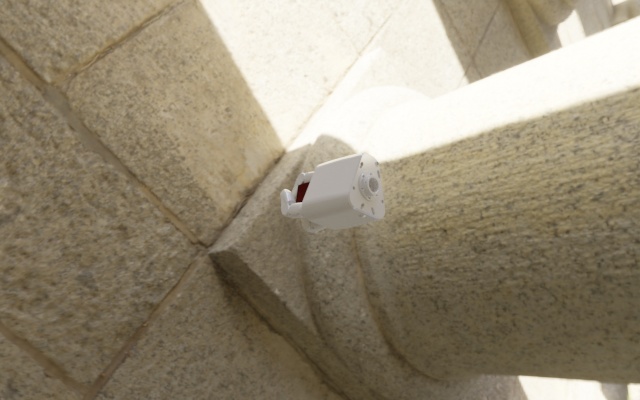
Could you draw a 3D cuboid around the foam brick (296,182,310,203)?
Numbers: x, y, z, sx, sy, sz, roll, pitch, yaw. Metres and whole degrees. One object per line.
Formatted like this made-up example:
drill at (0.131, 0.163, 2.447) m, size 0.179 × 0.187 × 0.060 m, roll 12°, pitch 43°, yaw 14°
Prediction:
foam brick at (0.000, 0.003, 0.871) m, size 0.078 × 0.053 × 0.051 m, roll 22°, pitch -24°, yaw -40°
